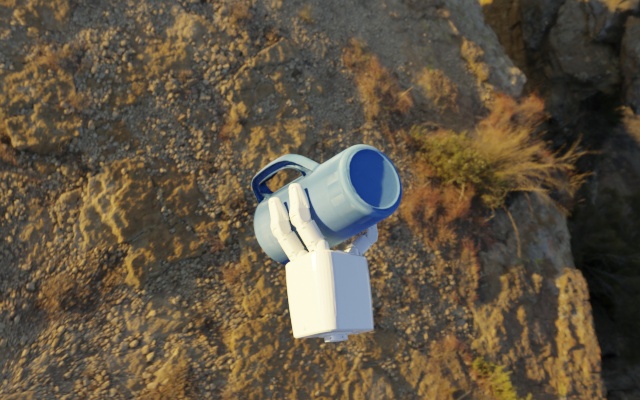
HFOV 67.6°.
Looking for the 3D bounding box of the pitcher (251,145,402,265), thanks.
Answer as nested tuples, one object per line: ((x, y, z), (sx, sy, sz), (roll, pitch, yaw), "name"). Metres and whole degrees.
((0.000, 0.003, 0.728), (0.149, 0.145, 0.243), (9, -24, -32), "pitcher")
